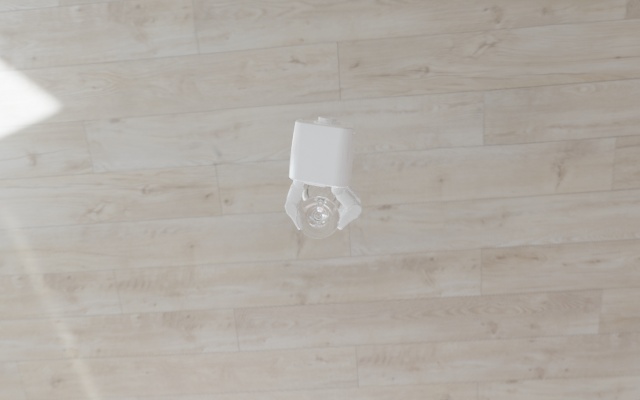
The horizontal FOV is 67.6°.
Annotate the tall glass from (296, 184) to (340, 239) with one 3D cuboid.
[{"bbox_3d":[0.000,0.003,0.898,0.079,0.079,0.201,0,15,2],"label":"tall glass"}]
